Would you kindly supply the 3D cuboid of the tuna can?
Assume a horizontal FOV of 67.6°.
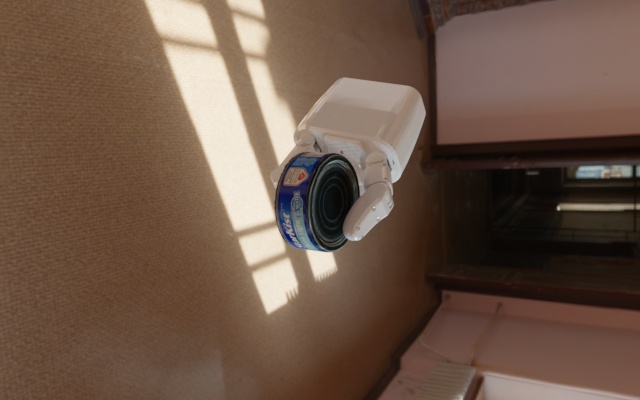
[{"bbox_3d":[0.001,0.001,0.410,0.034,0.086,0.086,5,3,33],"label":"tuna can"}]
